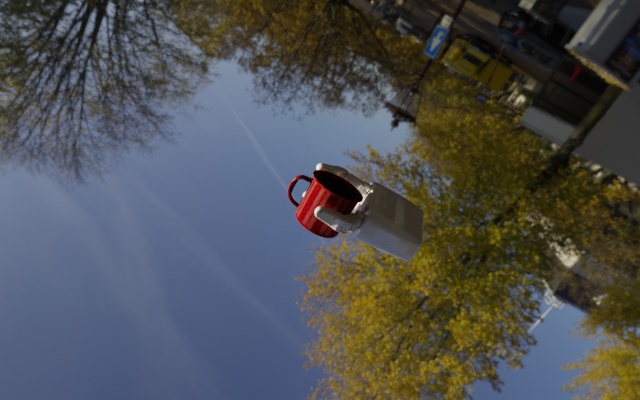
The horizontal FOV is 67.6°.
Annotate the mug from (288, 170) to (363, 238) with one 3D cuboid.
[{"bbox_3d":[-0.001,0.002,0.788,0.117,0.081,0.093,27,21,-6],"label":"mug"}]
